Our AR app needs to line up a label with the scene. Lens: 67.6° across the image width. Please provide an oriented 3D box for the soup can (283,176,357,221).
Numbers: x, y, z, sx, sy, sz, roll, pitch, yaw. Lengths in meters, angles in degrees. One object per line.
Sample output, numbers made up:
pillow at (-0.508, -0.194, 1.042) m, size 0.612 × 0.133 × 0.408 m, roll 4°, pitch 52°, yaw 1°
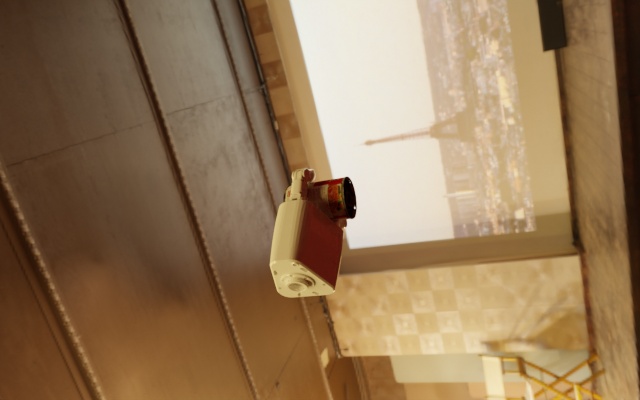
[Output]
soup can at (0.000, 0.002, 0.765) m, size 0.102 × 0.068 × 0.068 m, roll -8°, pitch -3°, yaw 20°
